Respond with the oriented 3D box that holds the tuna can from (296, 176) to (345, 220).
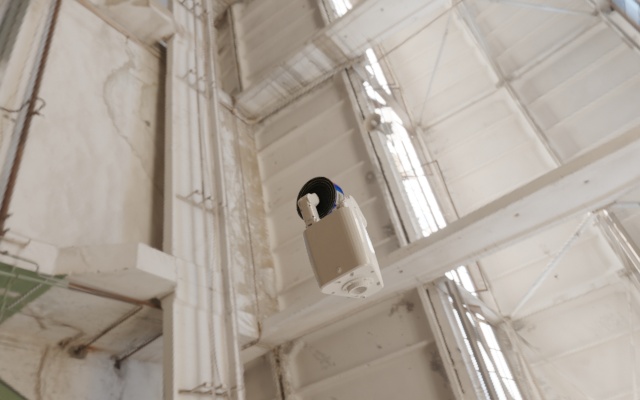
[{"bbox_3d":[0.000,0.003,0.853,0.086,0.086,0.034,0,-19,37],"label":"tuna can"}]
